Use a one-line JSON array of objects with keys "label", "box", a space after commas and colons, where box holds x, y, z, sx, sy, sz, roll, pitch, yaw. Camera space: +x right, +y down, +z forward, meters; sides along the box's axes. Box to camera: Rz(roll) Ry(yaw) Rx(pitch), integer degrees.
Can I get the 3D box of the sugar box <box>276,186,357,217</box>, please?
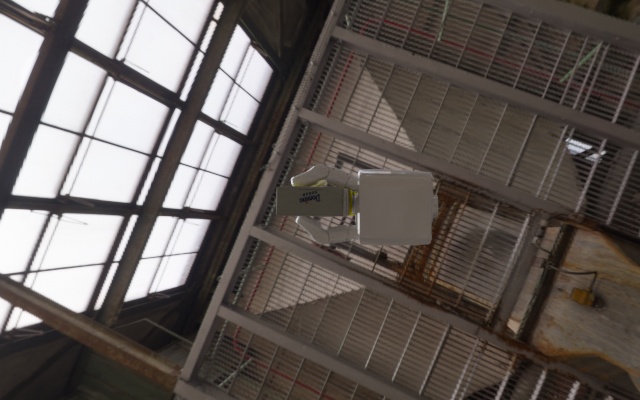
[{"label": "sugar box", "box": [0.000, 0.002, 0.715, 0.093, 0.048, 0.176, 0, -3, 9]}]
